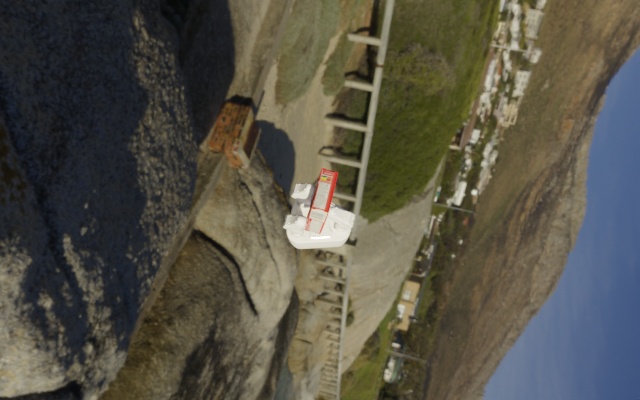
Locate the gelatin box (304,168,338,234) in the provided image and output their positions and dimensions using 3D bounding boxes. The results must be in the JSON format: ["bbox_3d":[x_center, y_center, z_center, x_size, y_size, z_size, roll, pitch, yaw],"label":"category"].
[{"bbox_3d":[0.001,0.002,0.755,0.030,0.073,0.089,16,-27,-2],"label":"gelatin box"}]
